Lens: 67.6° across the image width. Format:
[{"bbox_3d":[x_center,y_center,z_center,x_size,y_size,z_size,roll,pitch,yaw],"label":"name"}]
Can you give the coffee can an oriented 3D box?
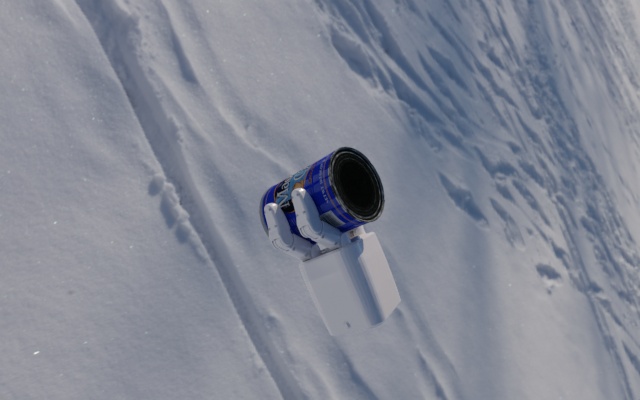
[{"bbox_3d":[0.000,0.002,0.644,0.103,0.102,0.140,0,-20,-47],"label":"coffee can"}]
